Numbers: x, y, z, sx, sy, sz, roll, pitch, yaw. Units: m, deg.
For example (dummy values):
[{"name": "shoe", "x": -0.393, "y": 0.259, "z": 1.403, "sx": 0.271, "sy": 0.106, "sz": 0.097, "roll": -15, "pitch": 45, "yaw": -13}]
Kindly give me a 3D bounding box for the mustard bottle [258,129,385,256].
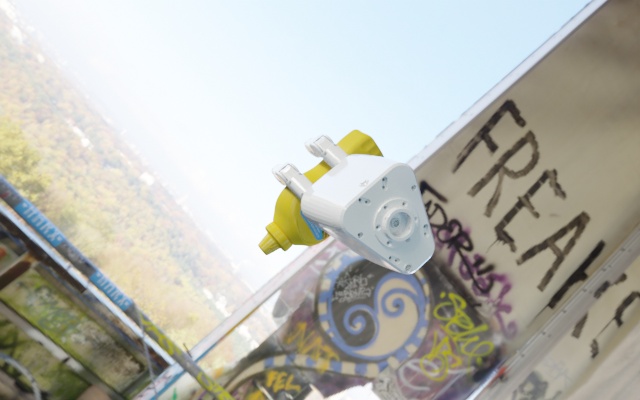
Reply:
[{"name": "mustard bottle", "x": 0.000, "y": 0.002, "z": 0.607, "sx": 0.191, "sy": 0.096, "sz": 0.058, "roll": -40, "pitch": 44, "yaw": -12}]
